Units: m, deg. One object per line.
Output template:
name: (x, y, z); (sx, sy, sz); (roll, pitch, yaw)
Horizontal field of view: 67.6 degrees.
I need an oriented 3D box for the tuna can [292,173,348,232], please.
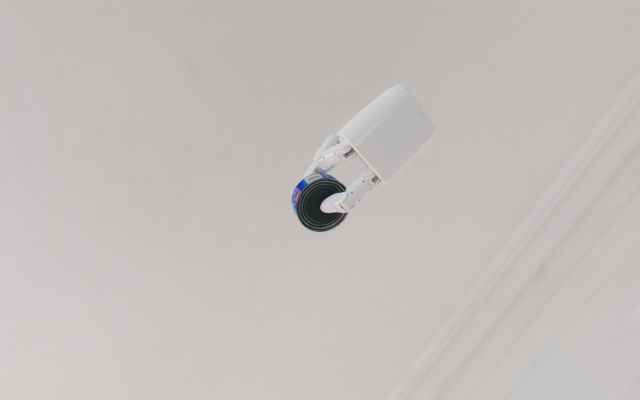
tuna can: (0.000, 0.002, 0.723); (0.086, 0.086, 0.033); (0, 20, -20)
